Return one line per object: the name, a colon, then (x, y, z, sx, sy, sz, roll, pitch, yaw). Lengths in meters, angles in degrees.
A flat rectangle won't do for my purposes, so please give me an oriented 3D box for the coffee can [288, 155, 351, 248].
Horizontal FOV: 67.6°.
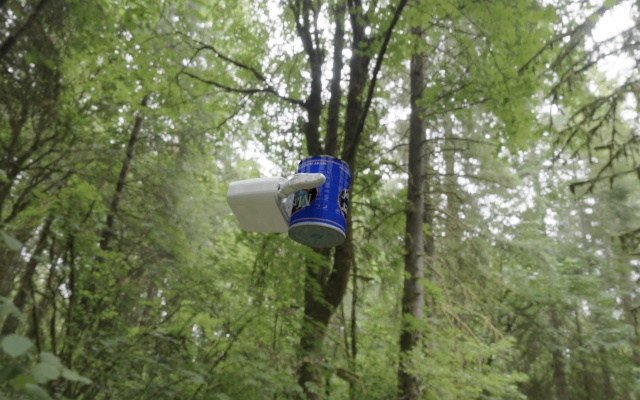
coffee can: (0.000, 0.003, 0.874, 0.103, 0.140, 0.103, 6, -26, 3)
